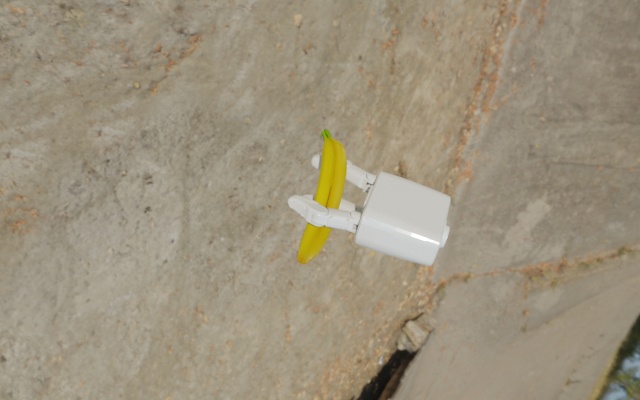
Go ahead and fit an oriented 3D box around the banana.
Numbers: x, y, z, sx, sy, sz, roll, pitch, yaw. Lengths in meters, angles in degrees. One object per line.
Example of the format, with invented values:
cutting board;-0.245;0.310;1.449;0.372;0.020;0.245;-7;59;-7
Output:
banana;0.005;0.001;0.665;0.037;0.198;0.069;11;5;-14
